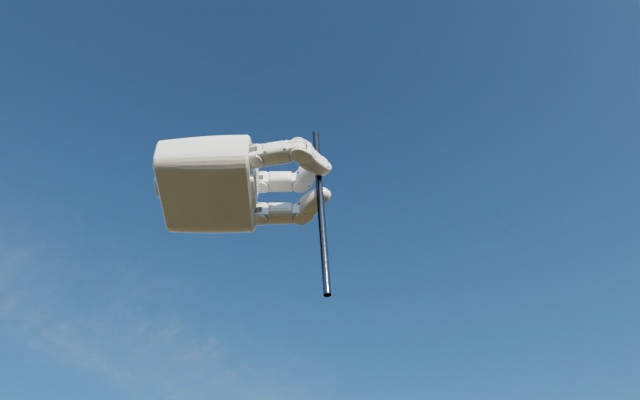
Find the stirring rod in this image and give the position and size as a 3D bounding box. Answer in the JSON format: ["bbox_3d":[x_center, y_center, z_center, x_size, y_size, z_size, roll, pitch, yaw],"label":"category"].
[{"bbox_3d":[0.000,0.002,0.539,0.011,0.239,0.011,-2,-42,-2],"label":"stirring rod"}]
